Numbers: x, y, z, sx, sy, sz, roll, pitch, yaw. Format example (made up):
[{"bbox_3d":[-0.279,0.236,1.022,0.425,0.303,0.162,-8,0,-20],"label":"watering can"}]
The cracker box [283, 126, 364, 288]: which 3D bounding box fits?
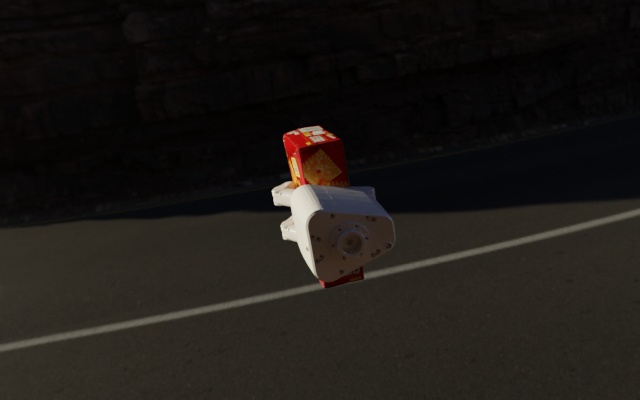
[{"bbox_3d":[0.000,0.002,0.739,0.072,0.214,0.164,-12,18,-8],"label":"cracker box"}]
